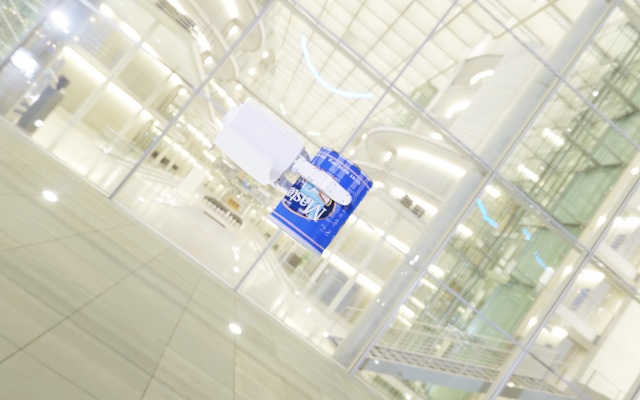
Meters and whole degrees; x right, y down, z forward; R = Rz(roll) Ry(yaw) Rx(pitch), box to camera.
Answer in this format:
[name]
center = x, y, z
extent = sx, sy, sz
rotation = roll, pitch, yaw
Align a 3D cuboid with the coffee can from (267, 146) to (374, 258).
[coffee can]
center = 0.000, 0.003, 0.737
extent = 0.103, 0.140, 0.103
rotation = 37, -6, 5
